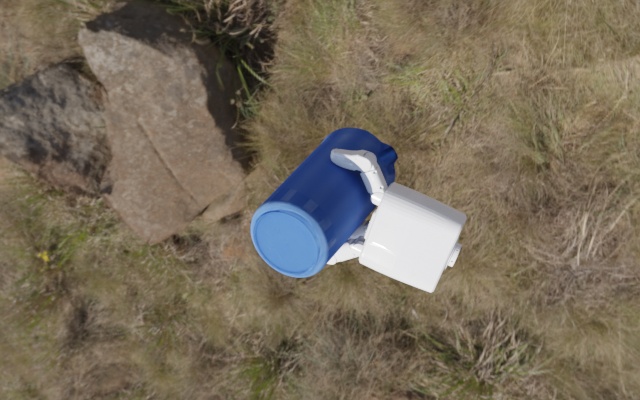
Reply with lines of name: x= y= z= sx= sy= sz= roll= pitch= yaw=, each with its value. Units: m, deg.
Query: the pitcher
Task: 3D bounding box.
pitcher: x=0.000 y=0.002 z=0.675 sx=0.145 sy=0.149 sz=0.242 roll=24 pitch=35 yaw=15
